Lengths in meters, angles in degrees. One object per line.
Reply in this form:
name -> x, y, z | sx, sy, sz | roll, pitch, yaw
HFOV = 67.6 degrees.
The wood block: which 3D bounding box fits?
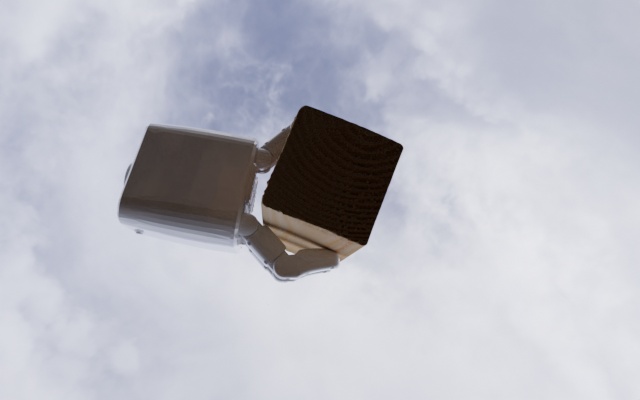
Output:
wood block -> 0.000, 0.001, 0.466 | 0.090, 0.090, 0.206 | 22, -14, -1
